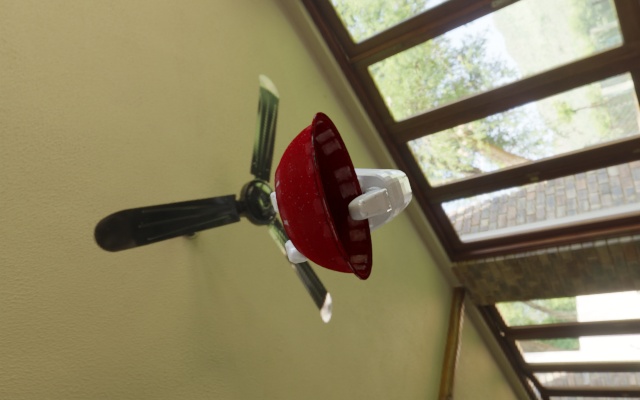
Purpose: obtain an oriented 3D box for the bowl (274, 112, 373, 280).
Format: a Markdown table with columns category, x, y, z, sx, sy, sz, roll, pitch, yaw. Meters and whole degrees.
| category | x | y | z | sx | sy | sz | roll | pitch | yaw |
| --- | --- | --- | --- | --- | --- | --- | --- | --- | --- |
| bowl | -0.001 | 0.001 | 0.454 | 0.055 | 0.162 | 0.162 | -15 | -4 | 15 |
